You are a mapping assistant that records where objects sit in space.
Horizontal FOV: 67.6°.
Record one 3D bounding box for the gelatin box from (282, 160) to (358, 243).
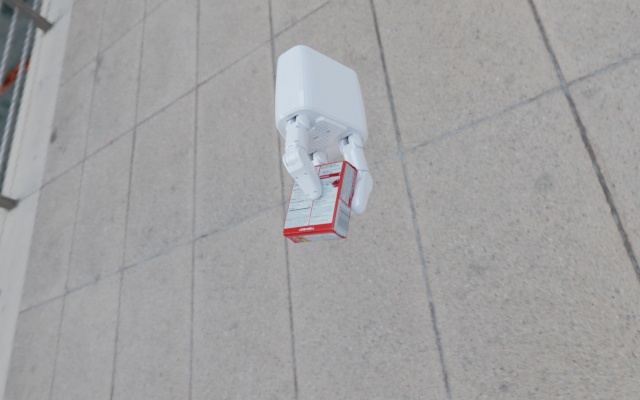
[{"bbox_3d":[0.000,0.002,0.547,0.073,0.089,0.030,-9,-31,37],"label":"gelatin box"}]
